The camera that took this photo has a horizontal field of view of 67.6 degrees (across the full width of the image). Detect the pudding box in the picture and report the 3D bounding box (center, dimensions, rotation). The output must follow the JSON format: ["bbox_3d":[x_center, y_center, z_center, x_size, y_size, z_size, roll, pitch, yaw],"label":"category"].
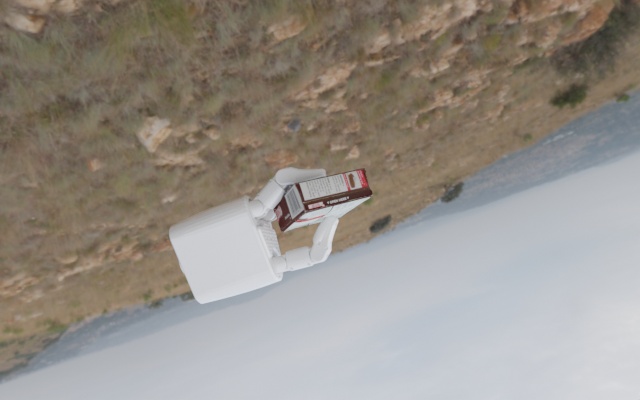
[{"bbox_3d":[0.000,0.002,0.584,0.090,0.039,0.113,-14,-9,-21],"label":"pudding box"}]
